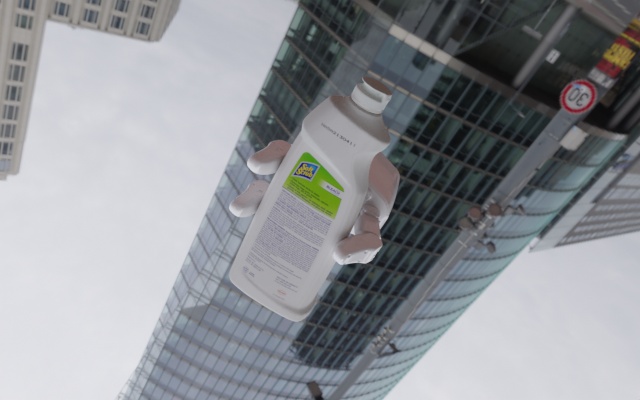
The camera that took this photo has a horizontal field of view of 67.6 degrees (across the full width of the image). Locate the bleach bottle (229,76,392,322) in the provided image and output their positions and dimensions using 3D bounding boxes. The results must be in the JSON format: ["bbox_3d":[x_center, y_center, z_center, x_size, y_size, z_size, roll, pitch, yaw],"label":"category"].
[{"bbox_3d":[0.000,0.002,0.462,0.102,0.251,0.068,31,30,0],"label":"bleach bottle"}]
